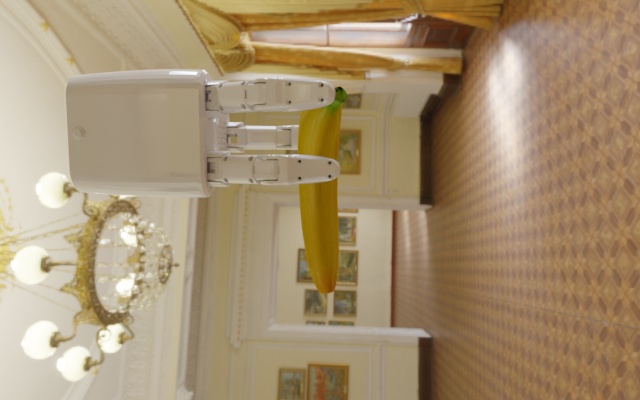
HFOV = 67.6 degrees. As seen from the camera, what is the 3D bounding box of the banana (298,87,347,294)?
[{"bbox_3d":[-0.001,-0.011,0.419,0.037,0.198,0.069,-2,31,-3],"label":"banana"}]
